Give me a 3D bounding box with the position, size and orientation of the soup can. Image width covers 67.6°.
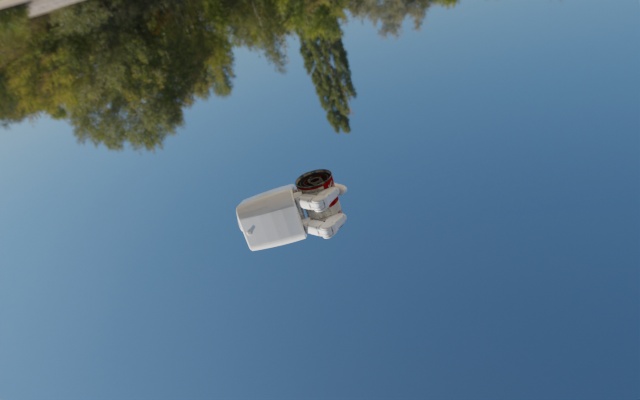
[{"bbox_3d":[0.001,0.003,0.877,0.068,0.102,0.068,-13,26,7],"label":"soup can"}]
